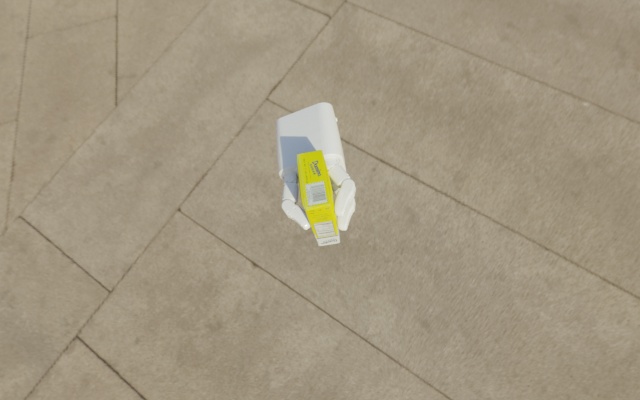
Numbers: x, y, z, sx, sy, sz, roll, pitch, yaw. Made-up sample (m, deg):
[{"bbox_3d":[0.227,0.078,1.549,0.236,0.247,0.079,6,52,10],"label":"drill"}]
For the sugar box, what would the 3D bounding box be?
[{"bbox_3d":[0.001,0.002,0.770,0.048,0.093,0.176,-10,-23,6],"label":"sugar box"}]
